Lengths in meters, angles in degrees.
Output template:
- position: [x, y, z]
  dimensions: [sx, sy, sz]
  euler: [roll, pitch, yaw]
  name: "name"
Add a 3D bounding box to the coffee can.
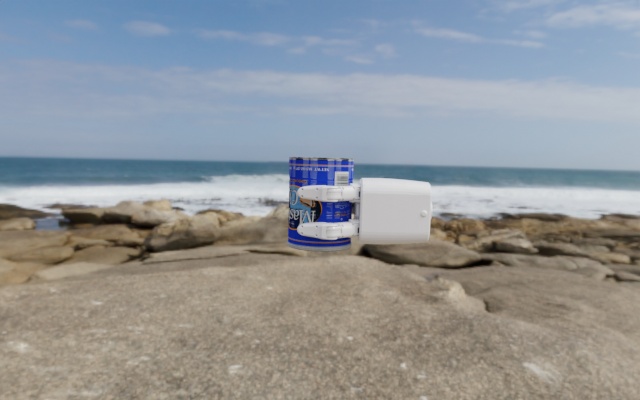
- position: [0.000, 0.003, 0.756]
  dimensions: [0.103, 0.140, 0.103]
  euler: [2, 5, 0]
  name: "coffee can"
